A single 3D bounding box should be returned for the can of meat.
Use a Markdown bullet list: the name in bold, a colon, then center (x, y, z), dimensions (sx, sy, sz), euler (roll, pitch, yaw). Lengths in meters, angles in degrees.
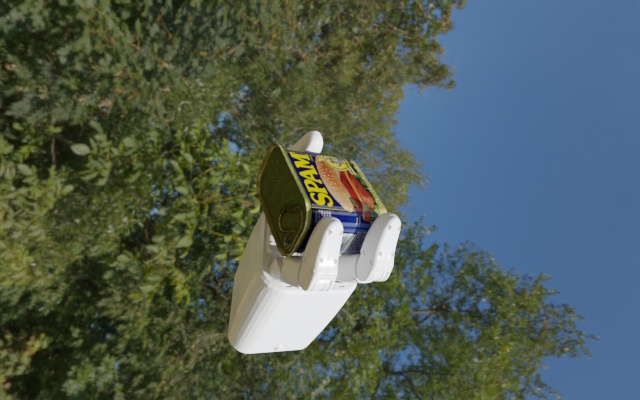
- **can of meat**: center (0.000, 0.001, 0.422), dimensions (0.084, 0.057, 0.102), euler (6, 39, -31)
